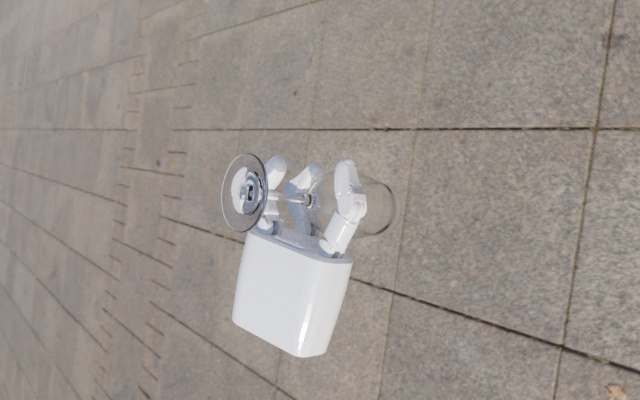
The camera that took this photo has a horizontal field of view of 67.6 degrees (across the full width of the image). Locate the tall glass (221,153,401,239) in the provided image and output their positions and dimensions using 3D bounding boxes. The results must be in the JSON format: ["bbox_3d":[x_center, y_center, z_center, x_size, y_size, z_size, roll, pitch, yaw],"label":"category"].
[{"bbox_3d":[0.000,0.001,0.508,0.201,0.079,0.079,7,-5,-43],"label":"tall glass"}]
